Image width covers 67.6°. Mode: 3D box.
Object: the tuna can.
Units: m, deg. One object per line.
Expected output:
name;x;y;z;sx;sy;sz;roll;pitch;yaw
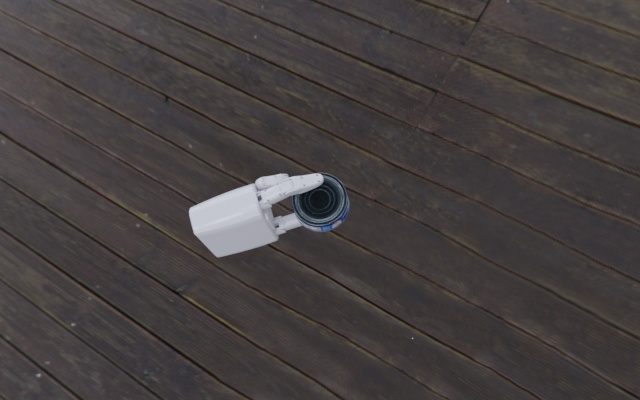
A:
tuna can;0.000;0.002;0.716;0.086;0.086;0.034;0;-18;5
